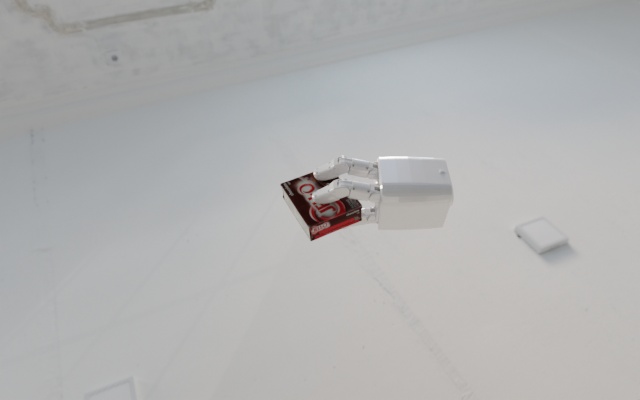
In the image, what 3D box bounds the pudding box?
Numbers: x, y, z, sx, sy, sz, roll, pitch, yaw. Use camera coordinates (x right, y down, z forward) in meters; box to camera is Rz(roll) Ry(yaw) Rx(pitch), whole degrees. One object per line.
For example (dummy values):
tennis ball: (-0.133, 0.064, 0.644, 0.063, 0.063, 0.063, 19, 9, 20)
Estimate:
pudding box: (0.000, 0.003, 0.748, 0.090, 0.039, 0.113, -21, 44, -17)
